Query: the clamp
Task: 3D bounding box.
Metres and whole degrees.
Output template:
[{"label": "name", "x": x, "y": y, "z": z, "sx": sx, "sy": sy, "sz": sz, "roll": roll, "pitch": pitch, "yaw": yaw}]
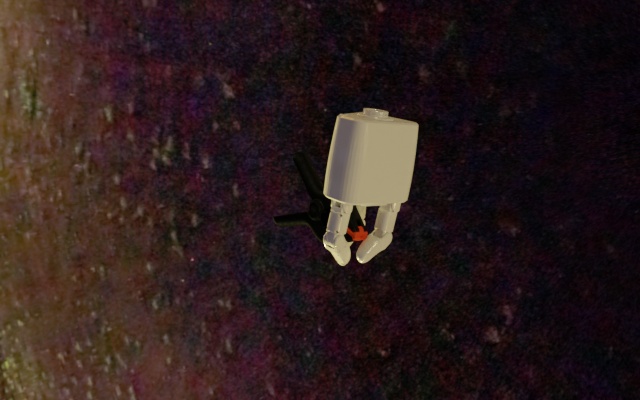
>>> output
[{"label": "clamp", "x": 0.000, "y": 0.002, "z": 0.687, "sx": 0.171, "sy": 0.120, "sz": 0.039, "roll": 21, "pitch": 20, "yaw": 38}]
